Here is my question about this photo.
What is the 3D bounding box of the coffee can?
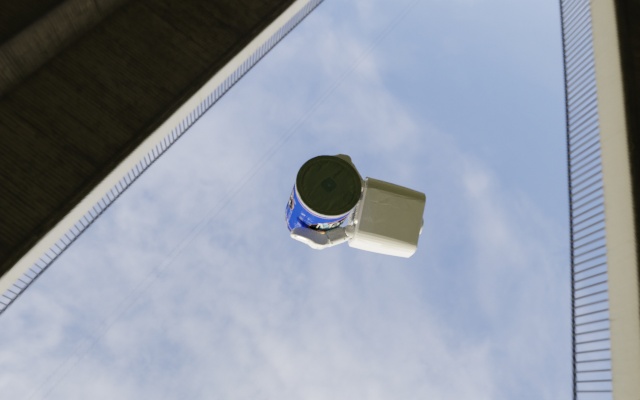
[{"bbox_3d":[0.000,0.003,0.785,0.103,0.102,0.140,0,-22,-12],"label":"coffee can"}]
